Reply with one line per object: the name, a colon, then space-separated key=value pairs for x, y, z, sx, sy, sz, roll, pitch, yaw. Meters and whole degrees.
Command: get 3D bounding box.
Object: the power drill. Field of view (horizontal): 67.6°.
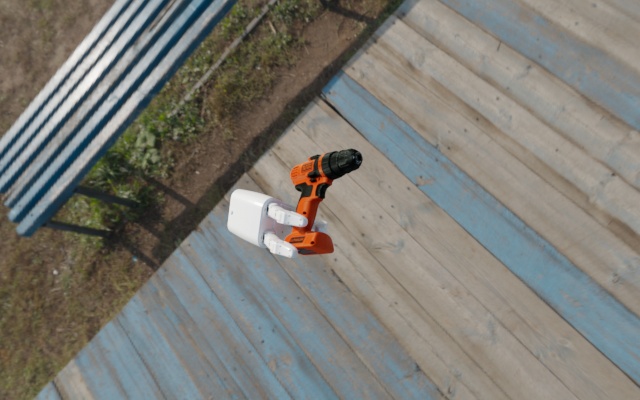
power drill: x=0.000 y=0.003 z=0.874 sx=0.057 sy=0.187 sz=0.184 roll=23 pitch=-22 yaw=-32
